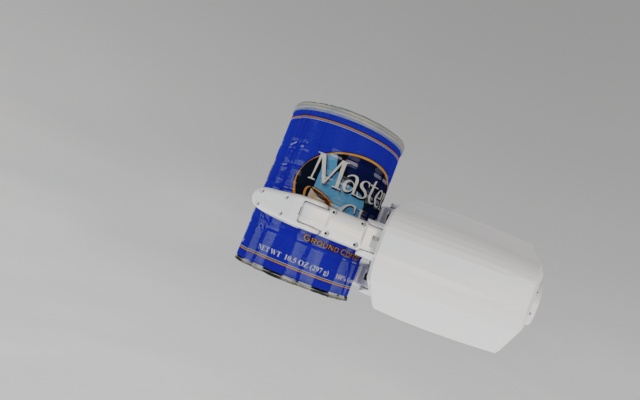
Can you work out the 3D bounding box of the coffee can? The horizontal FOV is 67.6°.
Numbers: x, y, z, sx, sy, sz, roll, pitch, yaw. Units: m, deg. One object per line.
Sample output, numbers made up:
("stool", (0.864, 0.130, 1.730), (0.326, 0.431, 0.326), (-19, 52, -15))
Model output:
("coffee can", (0.000, 0.001, 0.412), (0.103, 0.140, 0.103), (21, -5, 2))
